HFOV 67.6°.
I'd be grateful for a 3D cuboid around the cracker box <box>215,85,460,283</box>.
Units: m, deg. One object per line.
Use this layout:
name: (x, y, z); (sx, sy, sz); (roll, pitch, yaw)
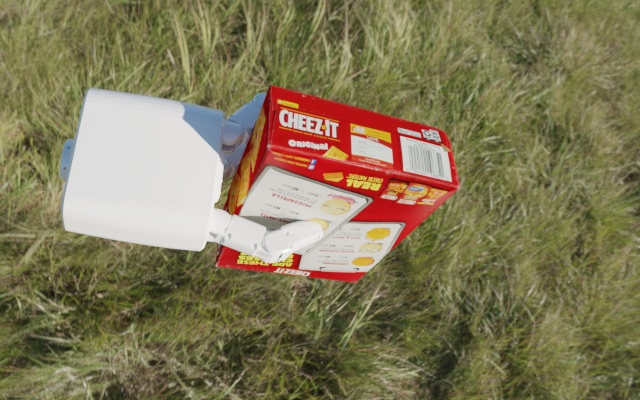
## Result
cracker box: (0.000, 0.002, 0.458); (0.164, 0.072, 0.214); (10, -33, -18)
